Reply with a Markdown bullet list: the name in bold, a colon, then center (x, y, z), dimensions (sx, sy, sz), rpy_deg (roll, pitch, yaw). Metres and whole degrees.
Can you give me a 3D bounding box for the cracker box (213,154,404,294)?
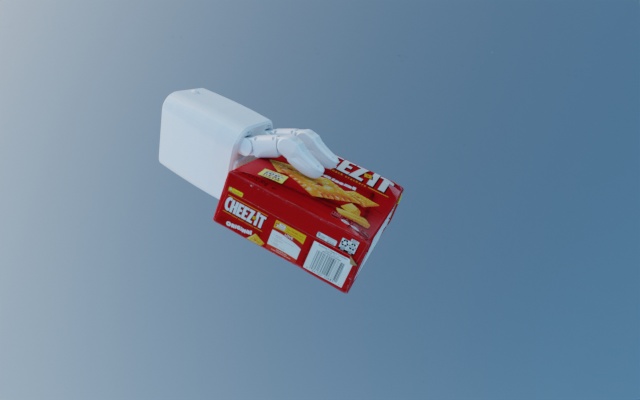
- **cracker box**: center (0.000, 0.002, 0.574), dimensions (0.164, 0.072, 0.213), rpy_deg (27, 23, 10)
